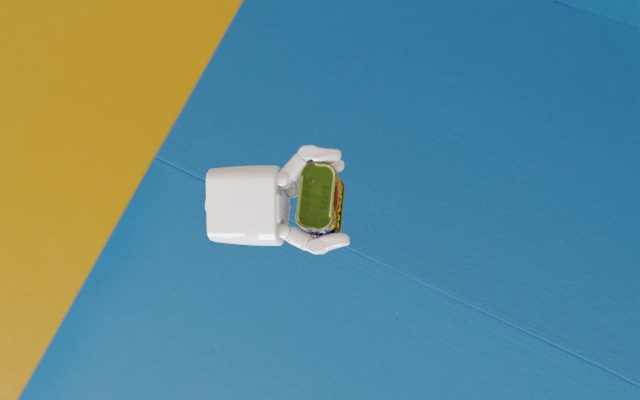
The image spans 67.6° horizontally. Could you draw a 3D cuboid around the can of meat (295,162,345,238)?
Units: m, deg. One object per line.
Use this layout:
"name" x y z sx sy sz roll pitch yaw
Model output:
"can of meat" 0.000 0.002 0.697 0.057 0.102 0.084 4 -12 11
